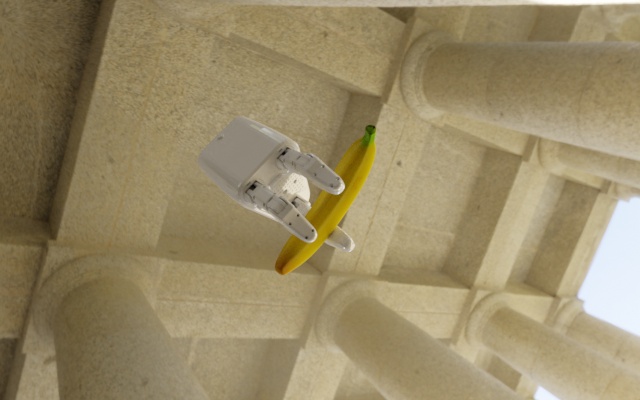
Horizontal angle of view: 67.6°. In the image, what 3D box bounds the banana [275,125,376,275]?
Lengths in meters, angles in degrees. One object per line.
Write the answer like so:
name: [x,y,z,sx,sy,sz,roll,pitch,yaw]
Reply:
banana: [0.010,0.001,0.555,0.037,0.198,0.069,36,11,25]
